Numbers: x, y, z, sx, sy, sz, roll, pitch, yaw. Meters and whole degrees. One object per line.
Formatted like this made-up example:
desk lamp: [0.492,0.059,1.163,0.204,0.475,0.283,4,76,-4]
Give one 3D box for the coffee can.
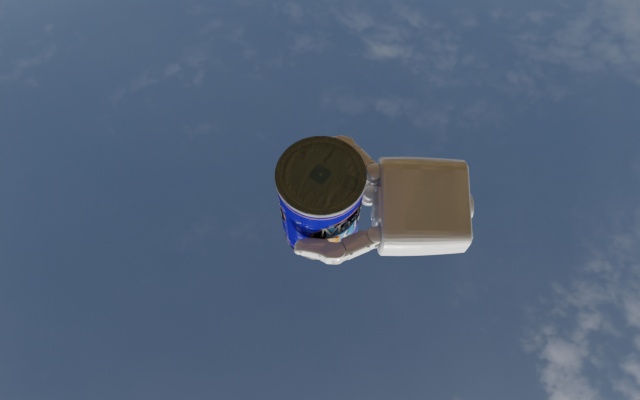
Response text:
coffee can: [0.000,0.002,0.590,0.103,0.102,0.140,0,-27,0]
